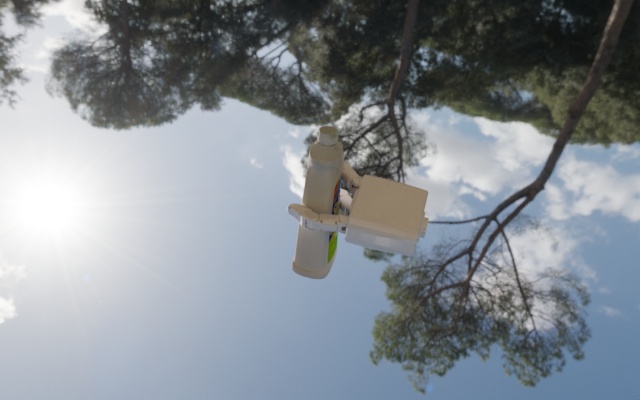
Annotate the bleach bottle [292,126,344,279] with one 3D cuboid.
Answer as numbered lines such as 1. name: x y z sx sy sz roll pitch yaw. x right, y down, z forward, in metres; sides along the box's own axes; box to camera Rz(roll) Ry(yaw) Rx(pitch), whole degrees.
1. bleach bottle: 0.000 0.003 0.774 0.068 0.251 0.102 13 35 11
